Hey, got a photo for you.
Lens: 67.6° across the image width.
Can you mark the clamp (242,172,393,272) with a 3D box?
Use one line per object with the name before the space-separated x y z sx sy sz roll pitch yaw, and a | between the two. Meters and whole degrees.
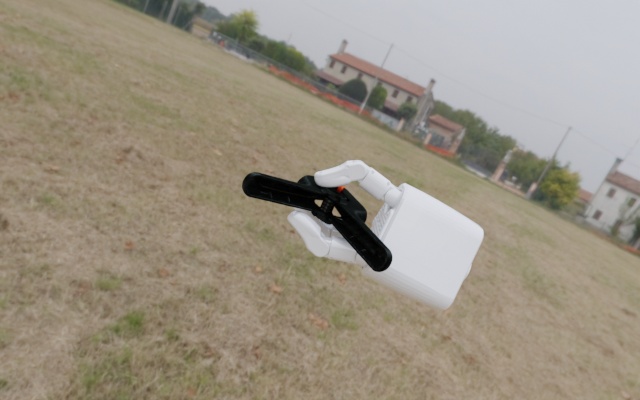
clamp | 0.001 0.001 0.547 0.164 0.036 0.210 30 12 -4
